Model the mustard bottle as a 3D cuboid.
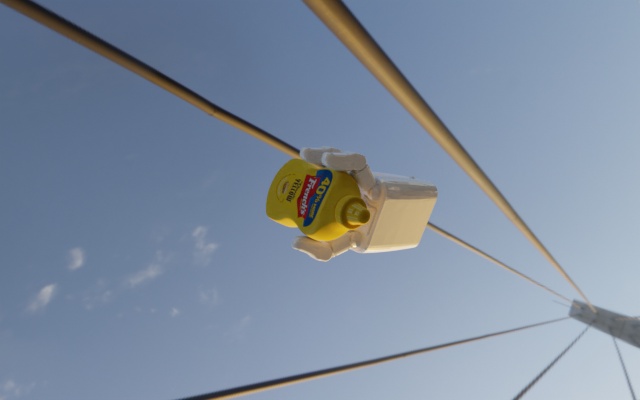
[{"bbox_3d":[0.000,0.002,0.627,0.058,0.096,0.191,29,-6,-35],"label":"mustard bottle"}]
